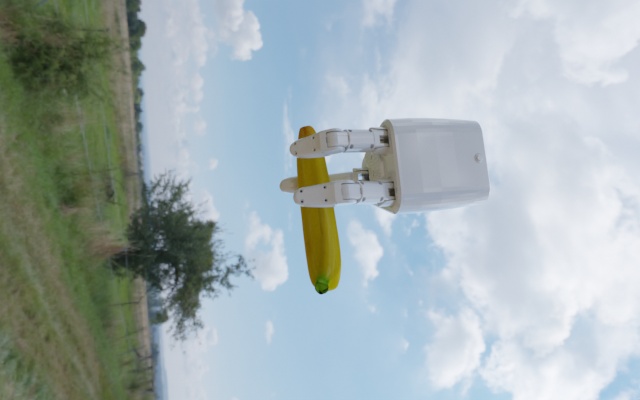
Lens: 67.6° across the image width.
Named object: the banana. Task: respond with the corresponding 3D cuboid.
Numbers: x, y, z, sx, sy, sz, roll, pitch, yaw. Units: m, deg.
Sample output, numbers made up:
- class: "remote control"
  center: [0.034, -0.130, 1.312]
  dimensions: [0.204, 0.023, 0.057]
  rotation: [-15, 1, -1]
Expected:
- class: "banana"
  center: [-0.001, 0.014, 0.502]
  dimensions: [0.037, 0.197, 0.070]
  rotation: [-4, -32, -8]
